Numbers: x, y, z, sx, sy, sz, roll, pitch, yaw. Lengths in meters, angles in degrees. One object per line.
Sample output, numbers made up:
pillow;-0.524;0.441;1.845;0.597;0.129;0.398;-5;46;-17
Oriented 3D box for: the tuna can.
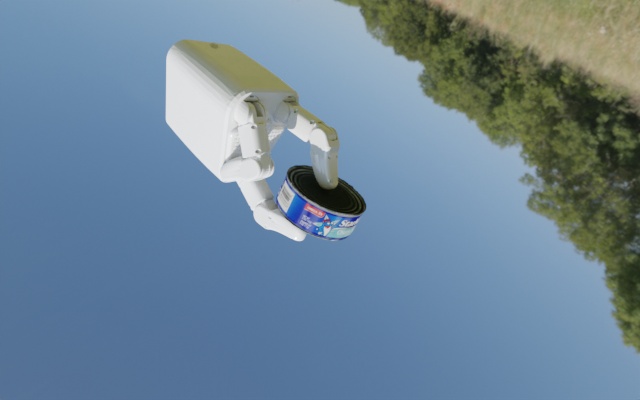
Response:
tuna can;0.000;0.002;0.475;0.086;0.034;0.086;22;25;-11
